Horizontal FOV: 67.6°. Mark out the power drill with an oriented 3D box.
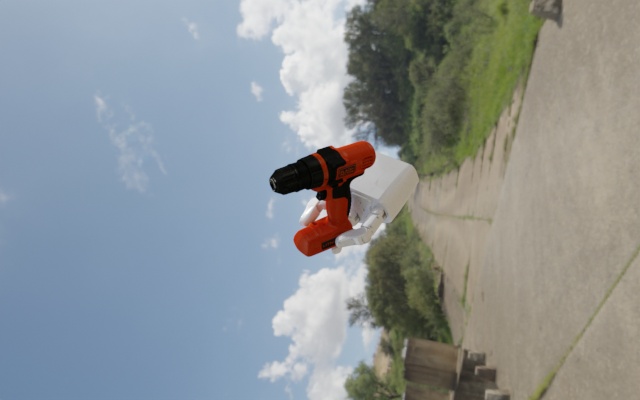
[{"bbox_3d":[0.000,0.003,0.767,0.184,0.188,0.057,-19,47,-27],"label":"power drill"}]
